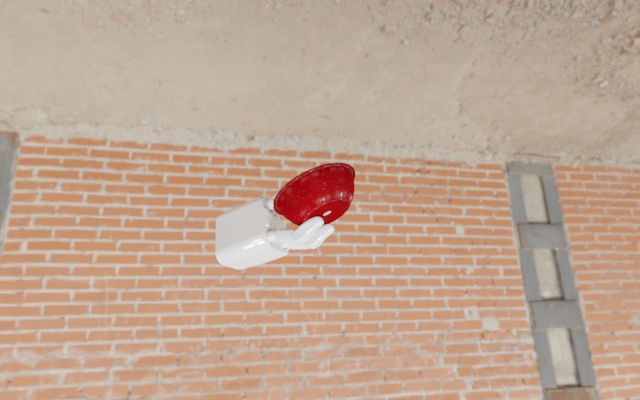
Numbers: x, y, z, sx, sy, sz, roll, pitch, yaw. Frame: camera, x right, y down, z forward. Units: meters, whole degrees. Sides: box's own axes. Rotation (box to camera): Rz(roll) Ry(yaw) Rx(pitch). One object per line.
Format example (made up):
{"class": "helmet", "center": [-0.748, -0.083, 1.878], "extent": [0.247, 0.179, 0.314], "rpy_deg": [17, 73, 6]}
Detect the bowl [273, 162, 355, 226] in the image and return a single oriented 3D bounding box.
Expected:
{"class": "bowl", "center": [0.001, 0.002, 0.847], "extent": [0.162, 0.055, 0.162], "rpy_deg": [-22, -25, -11]}
